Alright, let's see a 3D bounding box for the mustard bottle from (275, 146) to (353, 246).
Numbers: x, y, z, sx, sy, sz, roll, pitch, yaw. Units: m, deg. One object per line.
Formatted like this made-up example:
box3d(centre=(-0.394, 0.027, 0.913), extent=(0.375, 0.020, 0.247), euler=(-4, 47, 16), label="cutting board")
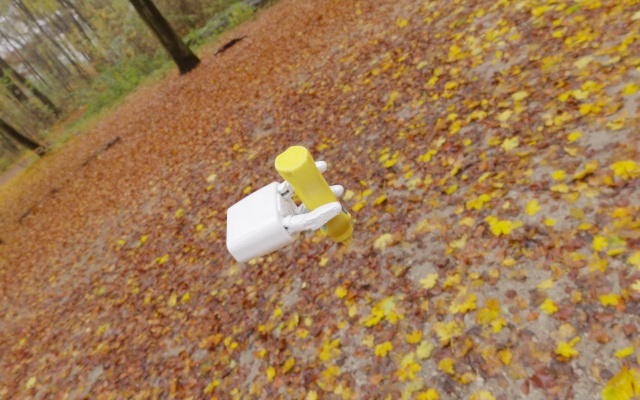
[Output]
box3d(centre=(0.000, 0.002, 0.794), extent=(0.058, 0.192, 0.096), euler=(-37, 25, -6), label="mustard bottle")
